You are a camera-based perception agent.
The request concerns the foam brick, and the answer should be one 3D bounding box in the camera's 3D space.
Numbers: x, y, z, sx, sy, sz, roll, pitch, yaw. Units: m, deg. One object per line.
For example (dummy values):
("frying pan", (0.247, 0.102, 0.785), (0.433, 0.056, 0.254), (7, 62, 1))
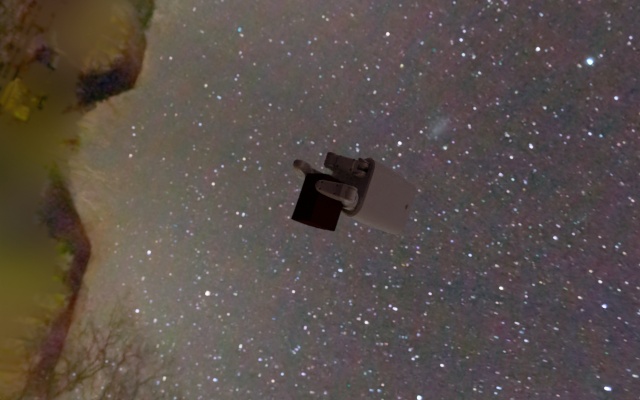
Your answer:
("foam brick", (0.000, 0.003, 0.731), (0.051, 0.078, 0.053), (25, -11, -34))
